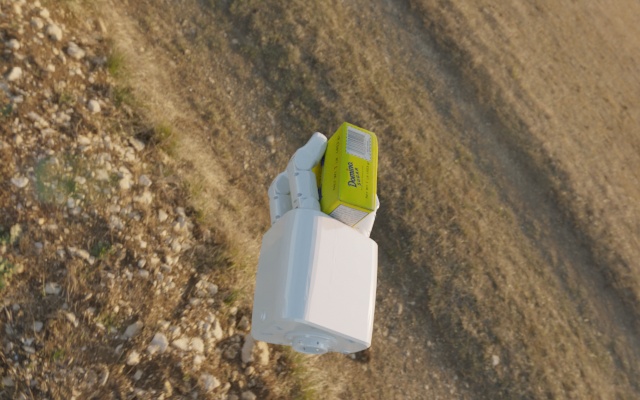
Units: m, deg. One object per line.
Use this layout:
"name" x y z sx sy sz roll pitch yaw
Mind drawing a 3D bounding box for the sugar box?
"sugar box" 0.000 0.002 0.526 0.048 0.093 0.176 19 -33 -21
